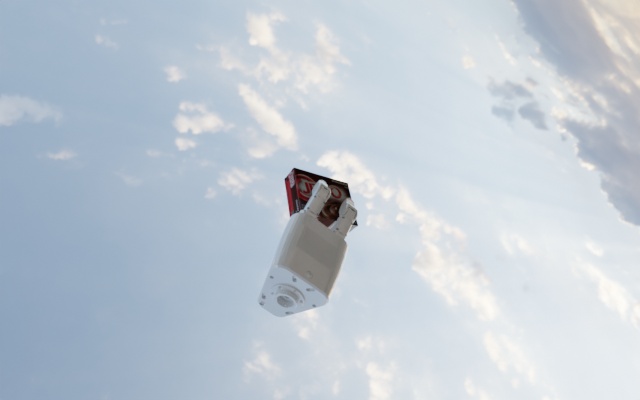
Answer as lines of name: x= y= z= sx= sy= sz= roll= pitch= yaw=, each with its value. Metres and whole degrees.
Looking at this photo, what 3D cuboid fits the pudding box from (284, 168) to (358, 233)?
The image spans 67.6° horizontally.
pudding box: x=0.000 y=0.003 z=0.777 sx=0.113 sy=0.090 sz=0.039 roll=16 pitch=-42 yaw=-33
